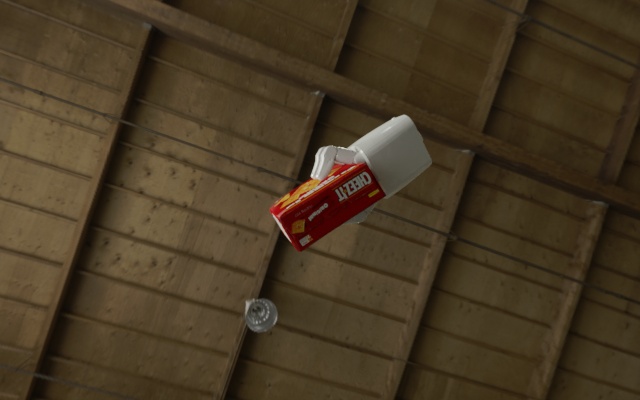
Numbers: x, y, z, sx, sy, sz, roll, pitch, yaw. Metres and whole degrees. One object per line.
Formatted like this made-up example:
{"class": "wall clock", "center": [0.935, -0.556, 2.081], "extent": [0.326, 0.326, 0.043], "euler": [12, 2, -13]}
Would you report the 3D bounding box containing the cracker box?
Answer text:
{"class": "cracker box", "center": [0.000, 0.003, 0.828], "extent": [0.164, 0.072, 0.213], "euler": [-33, 8, -7]}
